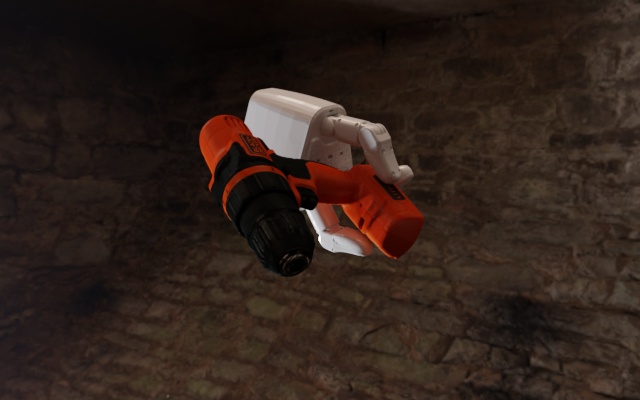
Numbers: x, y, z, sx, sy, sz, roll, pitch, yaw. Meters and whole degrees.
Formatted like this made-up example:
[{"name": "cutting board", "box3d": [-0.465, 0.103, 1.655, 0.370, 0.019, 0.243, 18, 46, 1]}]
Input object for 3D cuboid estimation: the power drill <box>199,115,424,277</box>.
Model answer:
[{"name": "power drill", "box3d": [0.000, 0.001, 0.409, 0.188, 0.057, 0.184, 15, 28, -38]}]
